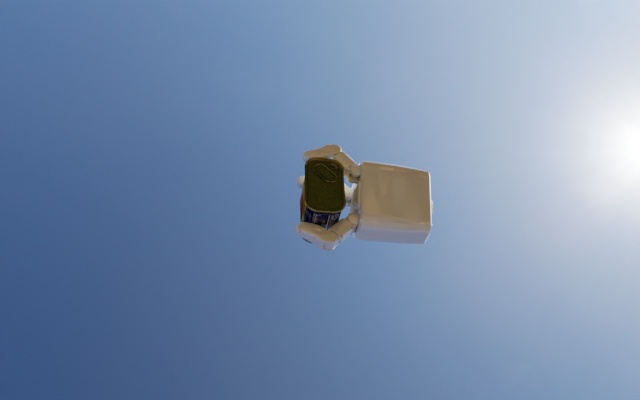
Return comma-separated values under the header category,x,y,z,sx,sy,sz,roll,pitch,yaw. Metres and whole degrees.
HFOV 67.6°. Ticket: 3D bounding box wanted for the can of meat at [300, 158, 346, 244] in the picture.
category,x,y,z,sx,sy,sz,roll,pitch,yaw
can of meat,0.000,0.003,0.705,0.057,0.102,0.084,4,-40,-7
